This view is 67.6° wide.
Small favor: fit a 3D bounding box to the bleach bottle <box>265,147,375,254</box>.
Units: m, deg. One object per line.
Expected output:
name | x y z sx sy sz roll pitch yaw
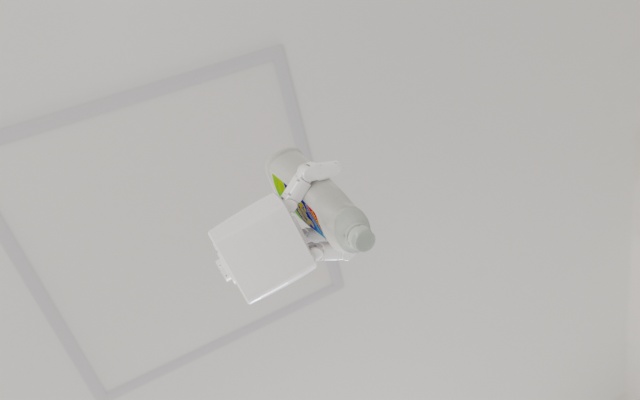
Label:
bleach bottle | 0.000 0.002 0.677 0.068 0.103 0.250 -29 29 -14
